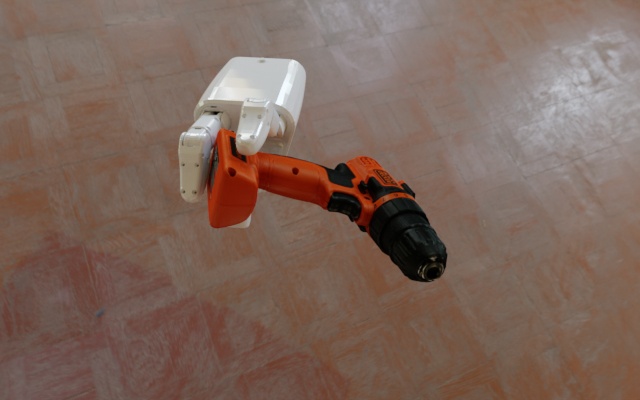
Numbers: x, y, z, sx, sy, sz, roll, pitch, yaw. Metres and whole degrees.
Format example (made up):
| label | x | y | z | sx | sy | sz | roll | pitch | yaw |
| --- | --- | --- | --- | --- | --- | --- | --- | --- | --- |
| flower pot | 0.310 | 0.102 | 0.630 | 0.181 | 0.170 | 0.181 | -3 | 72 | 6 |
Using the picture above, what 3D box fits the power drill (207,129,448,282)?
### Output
| label | x | y | z | sx | sy | sz | roll | pitch | yaw |
| --- | --- | --- | --- | --- | --- | --- | --- | --- | --- |
| power drill | 0.000 | 0.001 | 0.414 | 0.187 | 0.057 | 0.184 | 12 | 22 | -21 |
